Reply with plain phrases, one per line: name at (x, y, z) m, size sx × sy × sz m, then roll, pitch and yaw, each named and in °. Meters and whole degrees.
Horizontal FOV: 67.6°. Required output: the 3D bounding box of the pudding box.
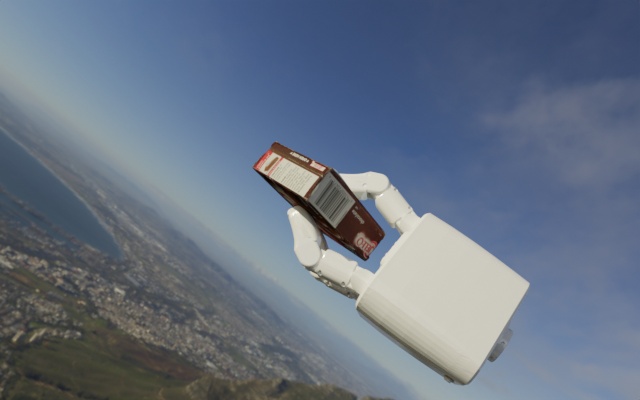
pudding box at (0.000, 0.001, 0.452) m, size 0.090 × 0.039 × 0.113 m, roll 29°, pitch -15°, yaw 46°
